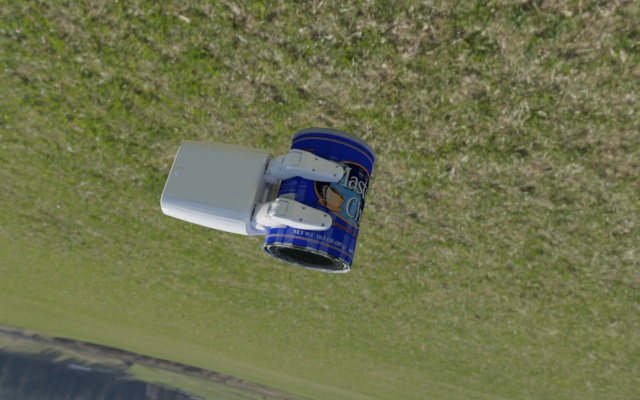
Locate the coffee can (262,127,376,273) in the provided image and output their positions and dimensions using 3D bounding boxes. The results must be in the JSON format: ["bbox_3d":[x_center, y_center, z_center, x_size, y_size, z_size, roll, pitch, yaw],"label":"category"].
[{"bbox_3d":[0.000,0.002,0.552,0.103,0.140,0.103,13,-18,4],"label":"coffee can"}]
